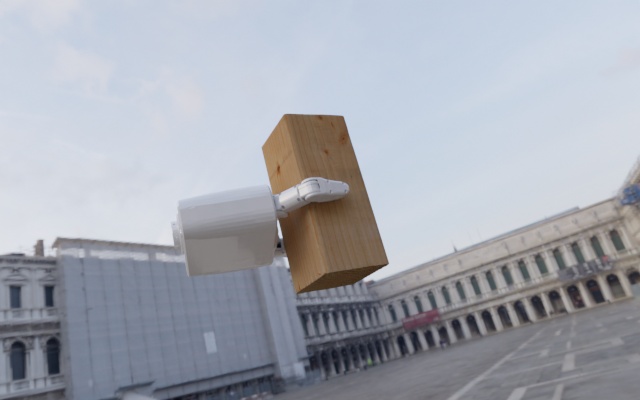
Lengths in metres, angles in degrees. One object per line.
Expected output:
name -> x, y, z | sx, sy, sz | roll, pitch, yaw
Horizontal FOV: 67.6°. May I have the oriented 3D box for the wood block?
wood block -> 0.000, 0.002, 0.607 | 0.090, 0.206, 0.091 | -4, -22, -30
